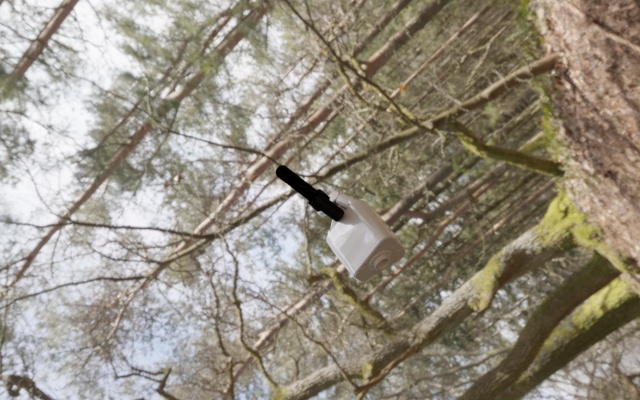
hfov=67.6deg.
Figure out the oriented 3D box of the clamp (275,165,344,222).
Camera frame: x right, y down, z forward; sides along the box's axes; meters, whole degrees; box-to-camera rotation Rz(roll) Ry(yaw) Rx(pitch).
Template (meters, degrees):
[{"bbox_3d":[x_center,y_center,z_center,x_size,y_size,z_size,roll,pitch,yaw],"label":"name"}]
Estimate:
[{"bbox_3d":[0.000,0.003,0.861,0.171,0.039,0.120,33,11,-45],"label":"clamp"}]
